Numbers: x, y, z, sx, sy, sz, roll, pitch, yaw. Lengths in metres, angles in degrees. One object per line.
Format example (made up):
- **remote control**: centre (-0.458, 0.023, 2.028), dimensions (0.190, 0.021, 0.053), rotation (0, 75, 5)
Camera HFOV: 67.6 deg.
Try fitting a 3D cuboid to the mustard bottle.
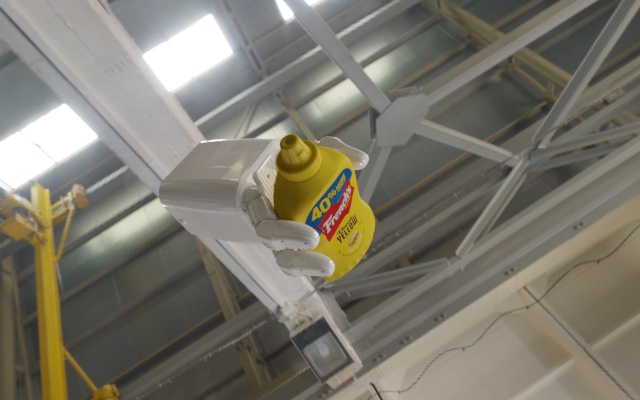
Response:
- **mustard bottle**: centre (0.000, 0.002, 0.489), dimensions (0.058, 0.096, 0.192), rotation (27, -21, 34)
